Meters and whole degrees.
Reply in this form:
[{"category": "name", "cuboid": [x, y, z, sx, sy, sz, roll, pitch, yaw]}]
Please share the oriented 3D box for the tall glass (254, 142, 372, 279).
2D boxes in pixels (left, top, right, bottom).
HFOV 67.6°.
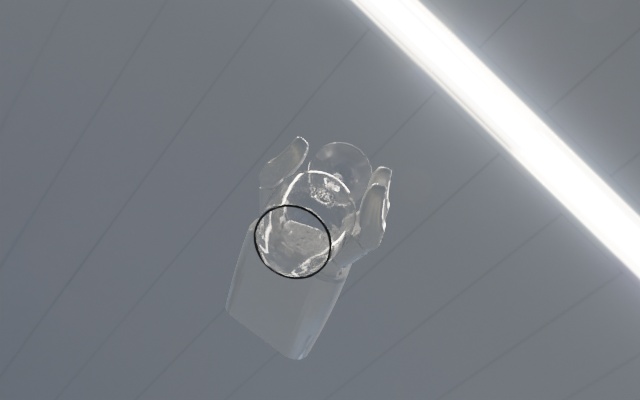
[{"category": "tall glass", "cuboid": [0.000, 0.001, 0.453, 0.079, 0.079, 0.201, 0, 18, 13]}]
